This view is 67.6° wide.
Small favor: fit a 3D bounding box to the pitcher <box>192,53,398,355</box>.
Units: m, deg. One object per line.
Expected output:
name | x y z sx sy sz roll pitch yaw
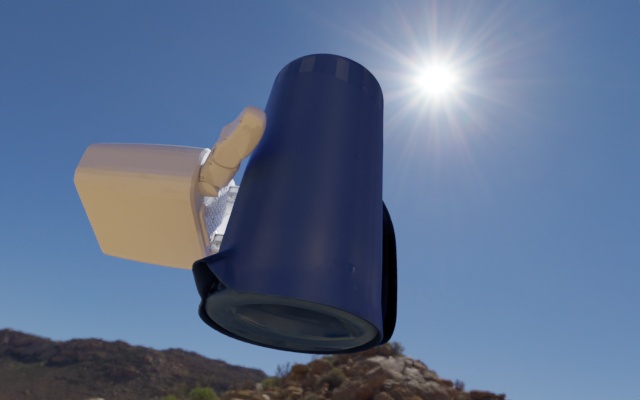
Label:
pitcher | 0.000 0.001 0.407 0.145 0.242 0.149 5 -32 7
